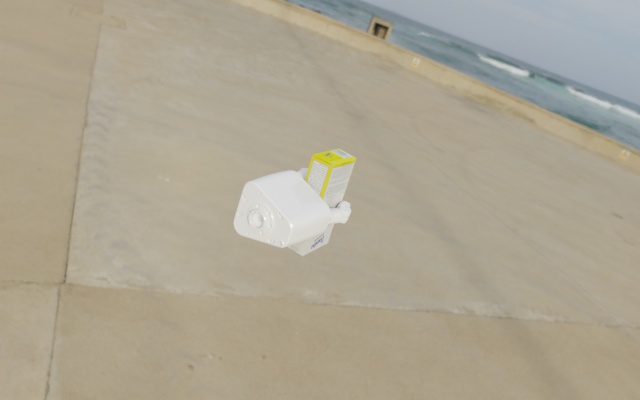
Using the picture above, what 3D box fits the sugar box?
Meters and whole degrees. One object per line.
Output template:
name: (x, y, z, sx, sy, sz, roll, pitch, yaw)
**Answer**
sugar box: (0.000, 0.002, 0.825, 0.048, 0.176, 0.093, 31, 25, 23)
